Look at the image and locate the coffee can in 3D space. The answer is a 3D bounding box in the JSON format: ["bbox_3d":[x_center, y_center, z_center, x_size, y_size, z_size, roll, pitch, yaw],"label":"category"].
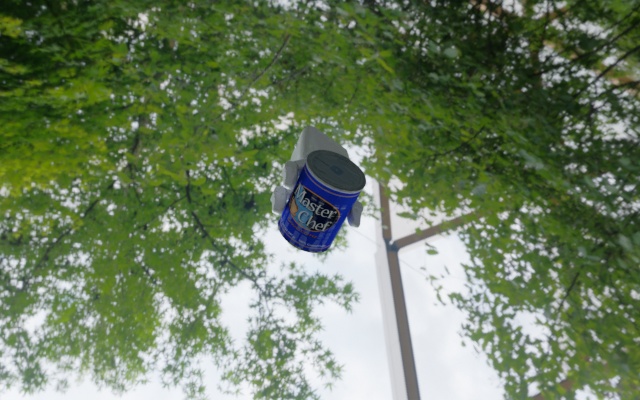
[{"bbox_3d":[0.000,0.003,0.791,0.103,0.140,0.102,18,34,-13],"label":"coffee can"}]
